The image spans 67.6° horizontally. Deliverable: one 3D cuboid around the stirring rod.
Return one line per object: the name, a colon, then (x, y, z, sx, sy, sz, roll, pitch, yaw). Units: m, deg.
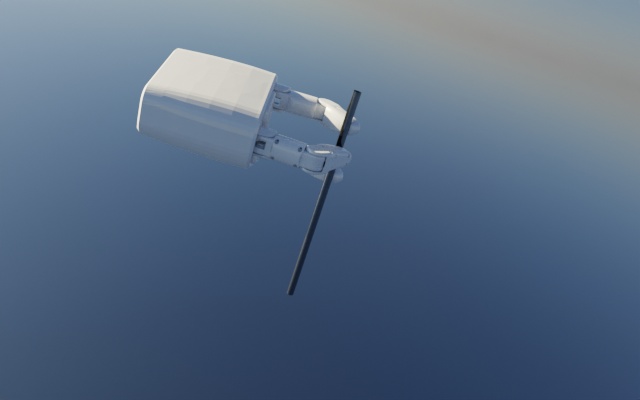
stirring rod: (0.000, 0.002, 0.499, 0.011, 0.240, 0.011, 15, 24, -7)
